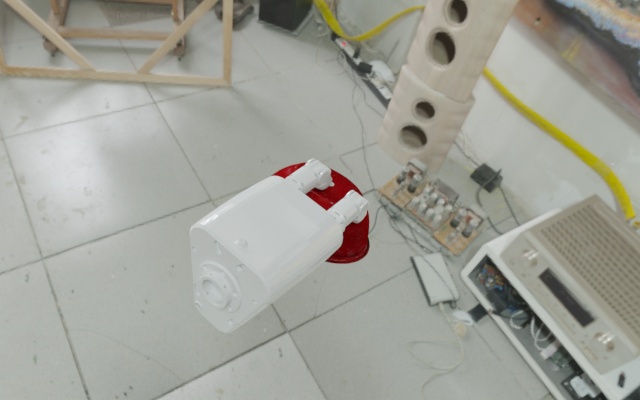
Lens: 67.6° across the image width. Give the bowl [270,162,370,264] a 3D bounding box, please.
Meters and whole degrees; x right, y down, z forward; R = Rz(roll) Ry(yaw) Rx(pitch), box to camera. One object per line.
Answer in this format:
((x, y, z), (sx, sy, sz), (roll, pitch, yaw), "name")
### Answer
((0.001, 0.001, 0.577), (0.162, 0.055, 0.162), (23, 26, -12), "bowl")
